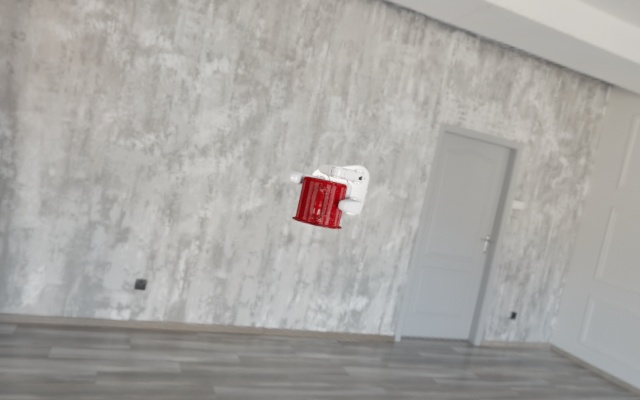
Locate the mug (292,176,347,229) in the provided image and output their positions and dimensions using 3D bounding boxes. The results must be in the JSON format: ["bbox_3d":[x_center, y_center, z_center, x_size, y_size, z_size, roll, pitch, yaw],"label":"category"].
[{"bbox_3d":[0.000,0.003,0.857,0.093,0.081,0.117,12,3,7],"label":"mug"}]
